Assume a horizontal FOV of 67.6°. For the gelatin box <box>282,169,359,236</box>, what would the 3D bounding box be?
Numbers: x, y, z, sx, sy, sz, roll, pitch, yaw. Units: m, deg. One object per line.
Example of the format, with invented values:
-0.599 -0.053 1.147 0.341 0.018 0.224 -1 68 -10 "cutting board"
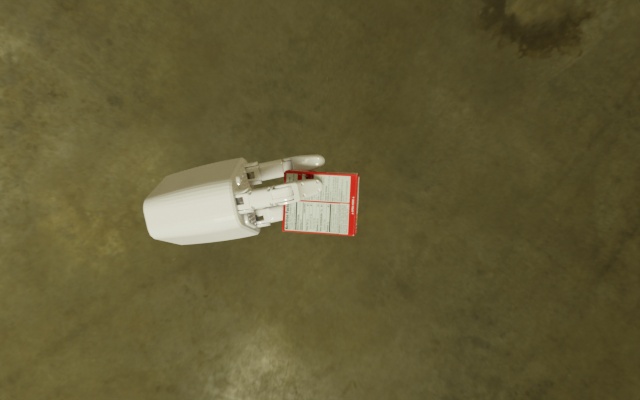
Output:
0.000 0.002 0.568 0.089 0.073 0.030 3 6 9 "gelatin box"
